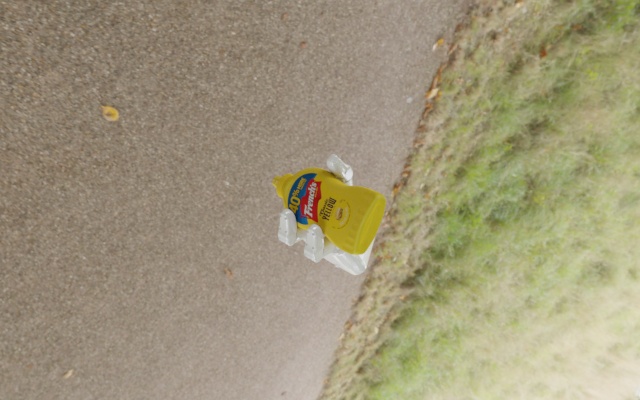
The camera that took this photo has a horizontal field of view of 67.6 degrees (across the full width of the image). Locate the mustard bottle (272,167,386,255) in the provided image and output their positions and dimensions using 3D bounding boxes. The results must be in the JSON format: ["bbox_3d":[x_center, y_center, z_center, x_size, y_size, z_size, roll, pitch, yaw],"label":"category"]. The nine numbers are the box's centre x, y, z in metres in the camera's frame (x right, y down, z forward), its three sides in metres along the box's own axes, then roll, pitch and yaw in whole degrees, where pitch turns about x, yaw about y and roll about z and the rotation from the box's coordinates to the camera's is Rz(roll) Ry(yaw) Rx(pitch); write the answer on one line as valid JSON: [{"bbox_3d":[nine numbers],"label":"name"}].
[{"bbox_3d":[0.000,0.002,0.726,0.191,0.096,0.058,26,10,33],"label":"mustard bottle"}]
